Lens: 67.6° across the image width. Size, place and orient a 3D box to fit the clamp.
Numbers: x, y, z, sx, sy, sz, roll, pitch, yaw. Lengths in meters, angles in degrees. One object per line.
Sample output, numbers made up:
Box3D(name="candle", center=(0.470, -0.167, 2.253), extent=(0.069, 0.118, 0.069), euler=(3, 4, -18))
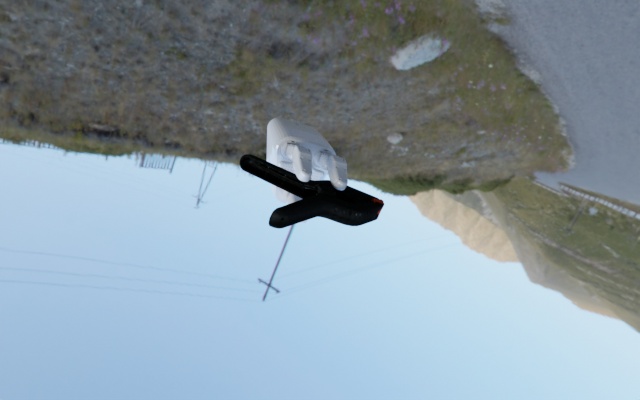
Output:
Box3D(name="clamp", center=(0.000, 0.003, 0.646), extent=(0.210, 0.036, 0.164), euler=(14, 26, -23))
